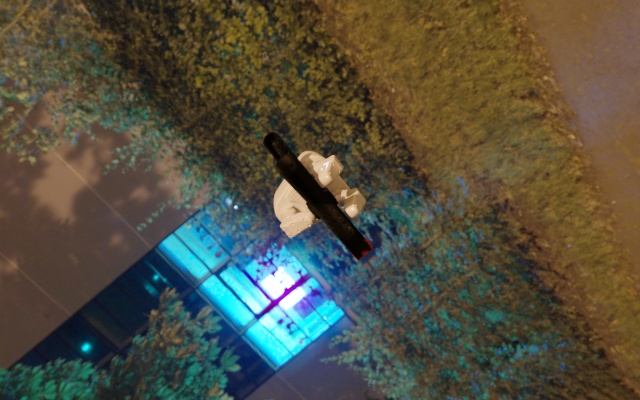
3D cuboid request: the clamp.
[{"bbox_3d":[0.000,0.003,0.619,0.036,0.210,0.164,-39,14,3],"label":"clamp"}]
